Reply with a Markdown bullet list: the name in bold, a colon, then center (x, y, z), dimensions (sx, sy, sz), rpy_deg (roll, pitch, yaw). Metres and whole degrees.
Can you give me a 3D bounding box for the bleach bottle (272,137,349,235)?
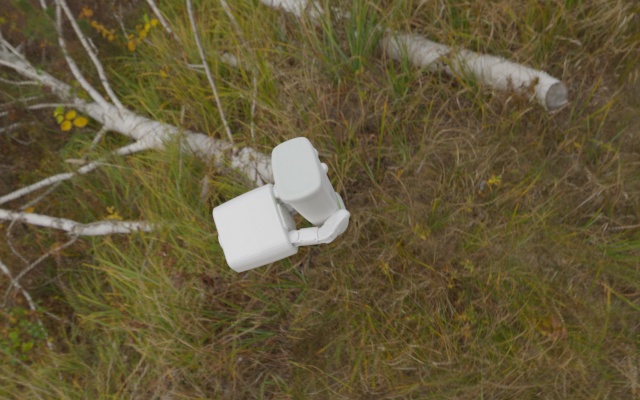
- **bleach bottle**: center (0.000, 0.002, 0.774), dimensions (0.068, 0.102, 0.251), rpy_deg (-19, -29, 10)
